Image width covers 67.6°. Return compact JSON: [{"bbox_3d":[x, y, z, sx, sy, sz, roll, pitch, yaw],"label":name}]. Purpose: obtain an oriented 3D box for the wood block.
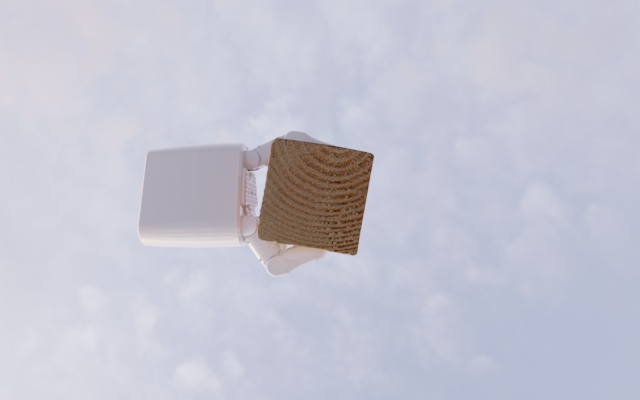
[{"bbox_3d":[0.000,0.001,0.505,0.090,0.091,0.206,9,-2,3],"label":"wood block"}]
